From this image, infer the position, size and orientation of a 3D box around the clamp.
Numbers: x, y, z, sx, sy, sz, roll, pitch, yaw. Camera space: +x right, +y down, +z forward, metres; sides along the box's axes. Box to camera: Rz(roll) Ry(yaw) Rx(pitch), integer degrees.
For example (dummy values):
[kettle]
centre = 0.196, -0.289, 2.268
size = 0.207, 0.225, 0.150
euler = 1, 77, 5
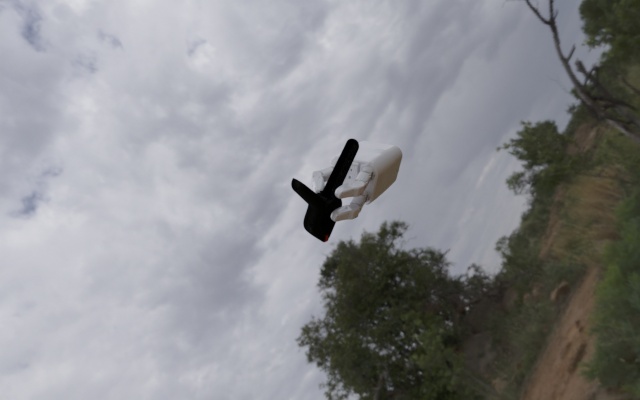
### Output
[clamp]
centre = 0.000, 0.003, 0.867
size = 0.036, 0.210, 0.164
euler = 33, 44, 27
